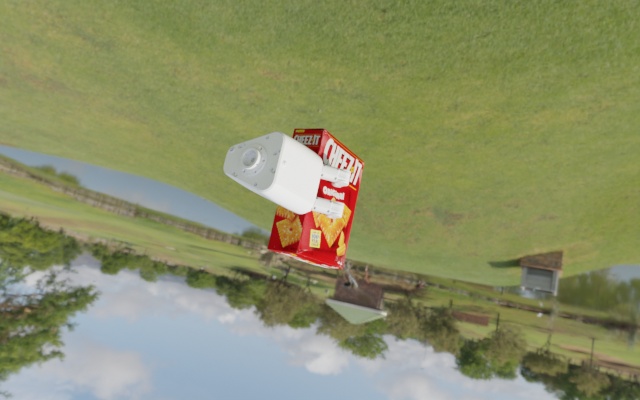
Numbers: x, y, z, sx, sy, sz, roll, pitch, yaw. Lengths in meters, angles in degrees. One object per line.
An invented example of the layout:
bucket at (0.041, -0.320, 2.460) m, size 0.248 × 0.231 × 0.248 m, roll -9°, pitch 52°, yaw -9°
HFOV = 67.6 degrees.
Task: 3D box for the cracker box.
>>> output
cracker box at (0.000, 0.003, 0.843) m, size 0.072 × 0.213 × 0.164 m, roll 5°, pitch -14°, yaw 32°
